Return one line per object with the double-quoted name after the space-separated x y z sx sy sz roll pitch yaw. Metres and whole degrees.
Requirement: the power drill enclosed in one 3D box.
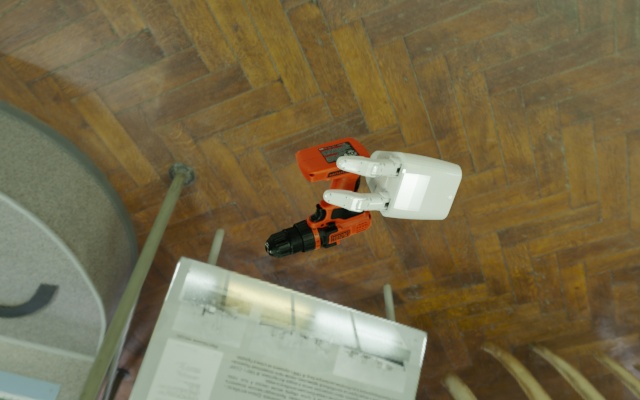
0.000 0.002 0.729 0.184 0.188 0.057 -19 51 -21 "power drill"
